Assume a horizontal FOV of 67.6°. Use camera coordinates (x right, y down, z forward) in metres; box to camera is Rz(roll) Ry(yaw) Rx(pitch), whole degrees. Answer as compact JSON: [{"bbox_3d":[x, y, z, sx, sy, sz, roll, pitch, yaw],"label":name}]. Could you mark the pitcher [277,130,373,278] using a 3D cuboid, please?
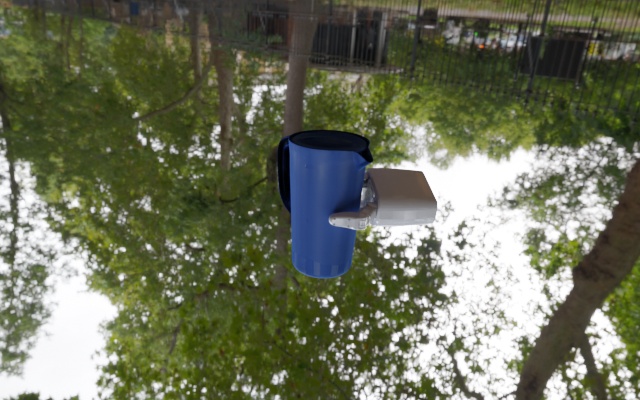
[{"bbox_3d":[0.000,0.003,0.827,0.145,0.243,0.149,0,22,-9],"label":"pitcher"}]
